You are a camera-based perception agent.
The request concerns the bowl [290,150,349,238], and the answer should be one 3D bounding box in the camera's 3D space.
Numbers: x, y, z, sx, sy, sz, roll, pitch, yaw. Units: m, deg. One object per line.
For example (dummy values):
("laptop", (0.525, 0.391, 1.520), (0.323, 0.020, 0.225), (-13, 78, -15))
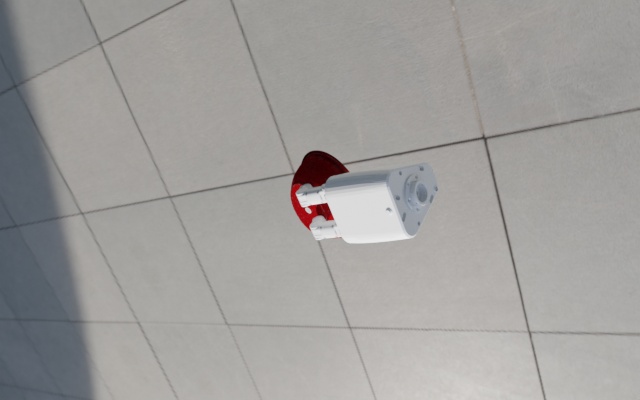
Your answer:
("bowl", (-0.001, 0.003, 0.778), (0.055, 0.162, 0.162), (-31, 16, -29))
